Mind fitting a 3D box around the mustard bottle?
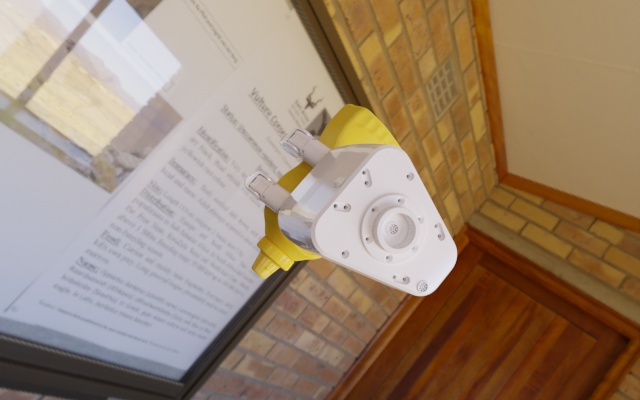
[{"bbox_3d":[0.000,0.001,0.487,0.096,0.191,0.058,46,-9,-37],"label":"mustard bottle"}]
